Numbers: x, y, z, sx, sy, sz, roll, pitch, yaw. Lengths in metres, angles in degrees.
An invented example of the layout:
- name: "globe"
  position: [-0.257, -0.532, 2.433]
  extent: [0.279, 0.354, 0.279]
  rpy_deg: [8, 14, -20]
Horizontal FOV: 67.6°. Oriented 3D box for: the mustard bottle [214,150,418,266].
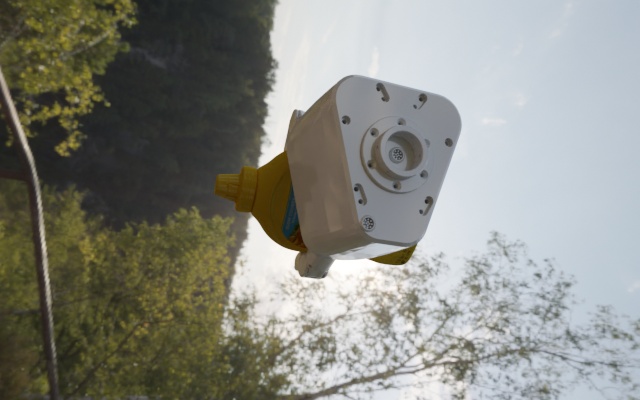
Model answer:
- name: "mustard bottle"
  position: [0.000, 0.001, 0.440]
  extent: [0.191, 0.096, 0.058]
  rpy_deg: [9, 12, -16]
